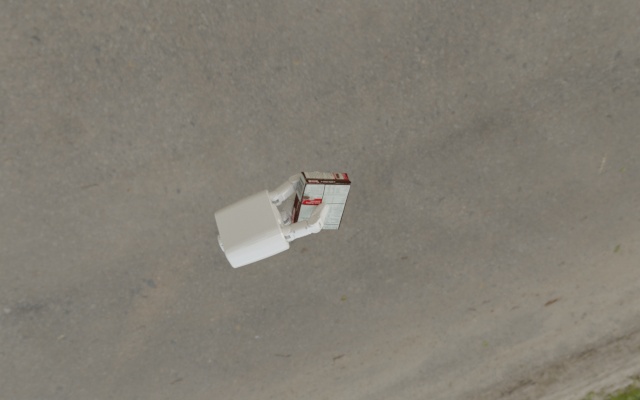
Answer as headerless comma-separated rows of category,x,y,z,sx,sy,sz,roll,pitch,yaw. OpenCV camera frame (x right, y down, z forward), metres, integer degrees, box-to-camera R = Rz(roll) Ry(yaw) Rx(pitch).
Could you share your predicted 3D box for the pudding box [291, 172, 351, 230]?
pudding box,0.000,0.003,0.882,0.090,0.114,0.039,0,39,-19
